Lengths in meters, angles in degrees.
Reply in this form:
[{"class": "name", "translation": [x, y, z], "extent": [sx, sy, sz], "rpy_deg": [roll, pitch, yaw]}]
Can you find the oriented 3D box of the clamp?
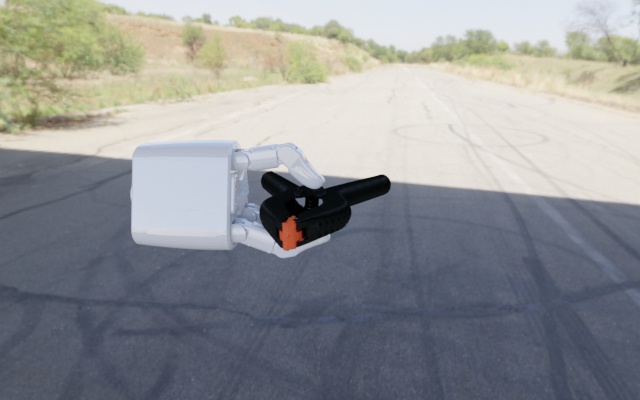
[{"class": "clamp", "translation": [0.000, 0.001, 0.522], "extent": [0.164, 0.036, 0.210], "rpy_deg": [-1, 17, 4]}]
